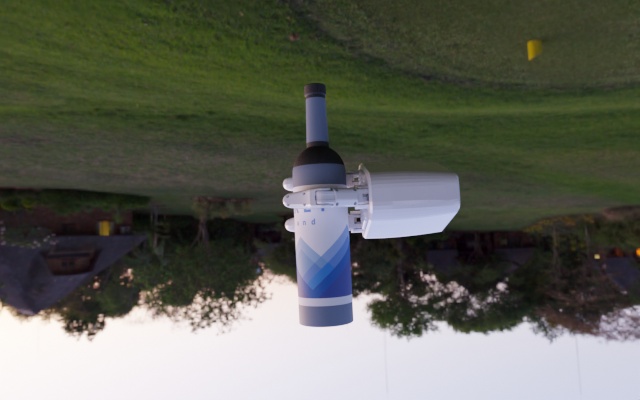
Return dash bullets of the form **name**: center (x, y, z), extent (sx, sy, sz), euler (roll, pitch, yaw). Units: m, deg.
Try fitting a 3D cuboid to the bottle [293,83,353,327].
- **bottle**: center (0.000, 0.002, 0.593), extent (0.069, 0.295, 0.069), euler (-3, -4, 0)
